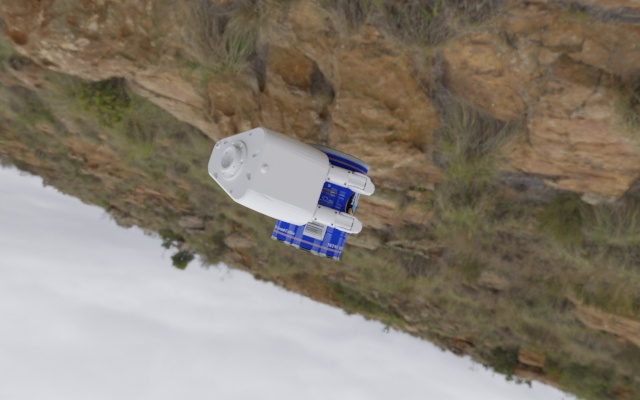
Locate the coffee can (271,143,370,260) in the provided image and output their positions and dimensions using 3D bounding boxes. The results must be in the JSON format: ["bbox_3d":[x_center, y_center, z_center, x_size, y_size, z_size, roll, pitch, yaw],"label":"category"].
[{"bbox_3d":[0.000,0.002,0.678,0.103,0.140,0.103,18,-3,1],"label":"coffee can"}]
